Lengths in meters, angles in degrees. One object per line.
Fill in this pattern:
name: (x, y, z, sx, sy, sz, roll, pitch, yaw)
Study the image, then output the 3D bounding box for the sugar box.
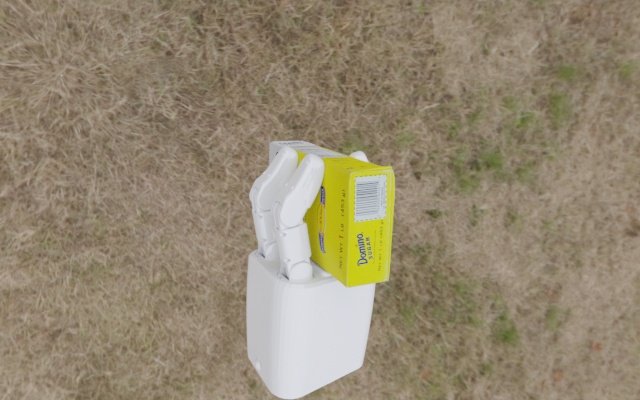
sugar box: (0.000, 0.002, 0.434, 0.048, 0.093, 0.176, -5, 15, -27)
